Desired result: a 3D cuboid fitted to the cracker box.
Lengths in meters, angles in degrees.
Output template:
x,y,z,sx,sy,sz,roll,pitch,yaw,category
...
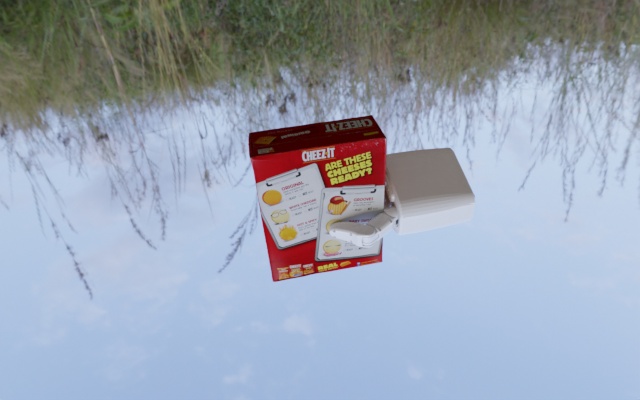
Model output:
x,y,z,sx,sy,sz,roll,pitch,yaw,category
0.000,0.002,0.643,0.164,0.214,0.072,-9,38,-6,cracker box
